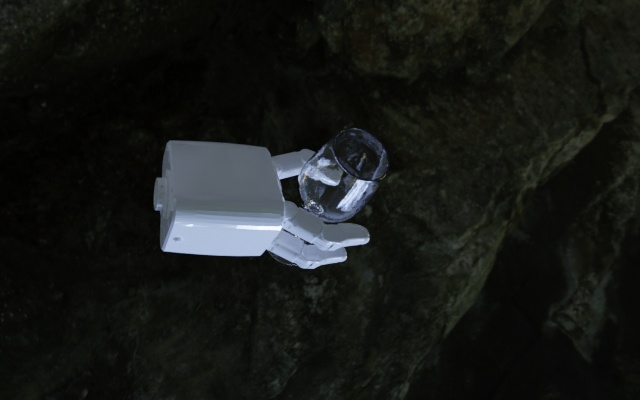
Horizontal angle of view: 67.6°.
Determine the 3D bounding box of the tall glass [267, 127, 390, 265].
[{"bbox_3d":[0.000,0.002,0.534,0.079,0.079,0.201,0,-28,-27],"label":"tall glass"}]
